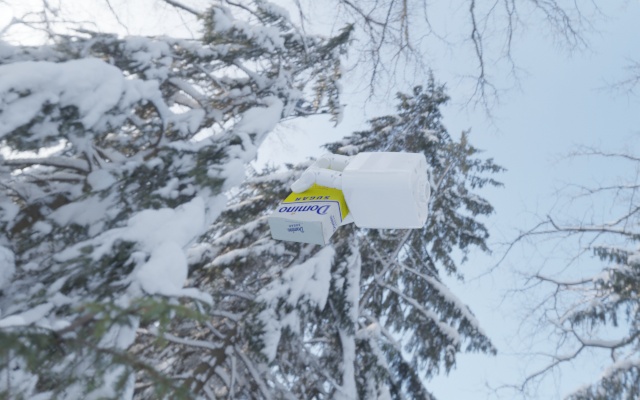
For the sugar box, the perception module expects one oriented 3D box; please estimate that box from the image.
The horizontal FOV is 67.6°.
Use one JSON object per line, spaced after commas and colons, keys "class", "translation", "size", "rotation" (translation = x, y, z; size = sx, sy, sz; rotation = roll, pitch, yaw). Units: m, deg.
{"class": "sugar box", "translation": [0.000, 0.002, 0.766], "size": [0.093, 0.048, 0.176], "rotation": [4, 29, 26]}
